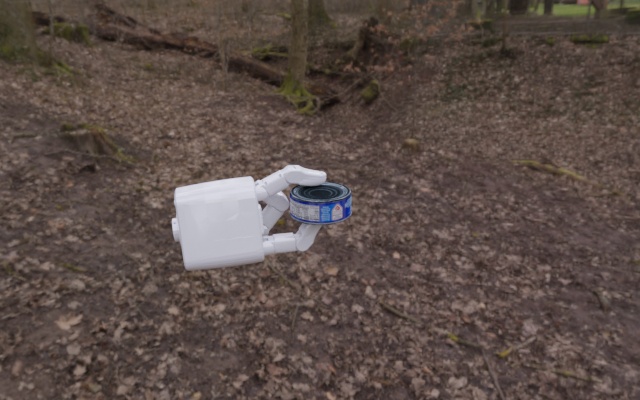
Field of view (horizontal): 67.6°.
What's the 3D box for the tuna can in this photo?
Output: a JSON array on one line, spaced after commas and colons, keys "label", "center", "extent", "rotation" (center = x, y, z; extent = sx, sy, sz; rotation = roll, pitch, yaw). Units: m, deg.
[{"label": "tuna can", "center": [0.000, 0.002, 0.654], "extent": [0.086, 0.034, 0.086], "rotation": [0, 20, 0]}]
